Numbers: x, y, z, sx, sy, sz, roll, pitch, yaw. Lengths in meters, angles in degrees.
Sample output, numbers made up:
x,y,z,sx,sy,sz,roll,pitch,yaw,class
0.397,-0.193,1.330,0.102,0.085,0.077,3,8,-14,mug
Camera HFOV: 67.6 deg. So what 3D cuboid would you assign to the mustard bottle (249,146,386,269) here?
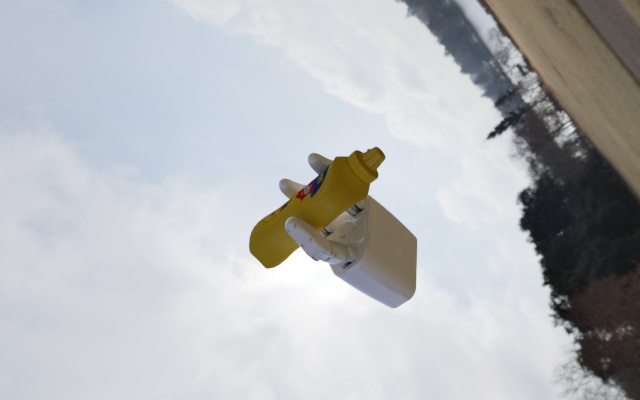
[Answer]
x,y,z,sx,sy,sz,roll,pitch,yaw,class
0.000,0.002,0.569,0.192,0.058,0.096,-39,9,24,mustard bottle
